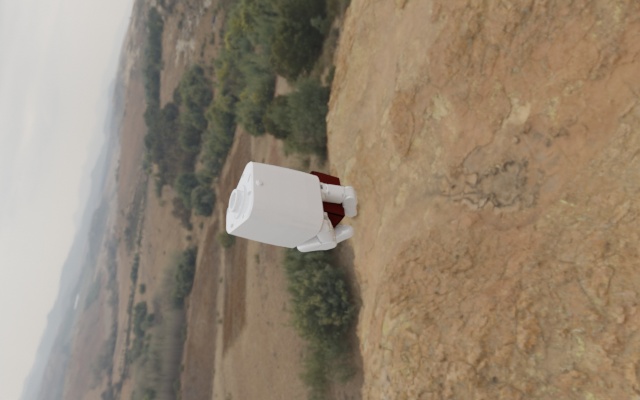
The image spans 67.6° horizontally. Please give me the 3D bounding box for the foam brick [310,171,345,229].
[{"bbox_3d":[0.000,0.002,0.743,0.051,0.078,0.053,13,-41,-25],"label":"foam brick"}]
